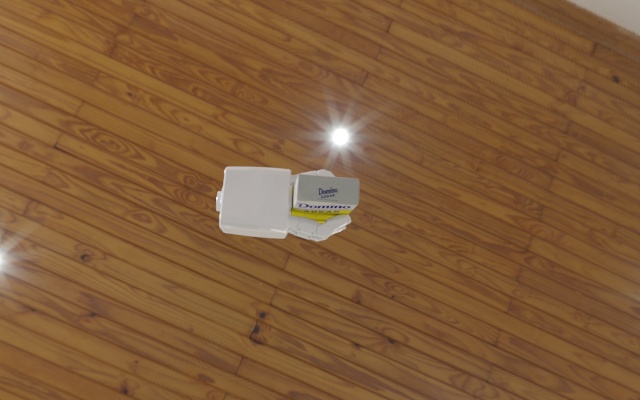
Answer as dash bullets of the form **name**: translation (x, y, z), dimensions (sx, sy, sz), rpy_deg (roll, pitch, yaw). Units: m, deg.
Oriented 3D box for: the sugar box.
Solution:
- **sugar box**: translation (0.000, 0.003, 0.770), dimensions (0.093, 0.048, 0.176), rpy_deg (4, -10, -6)
